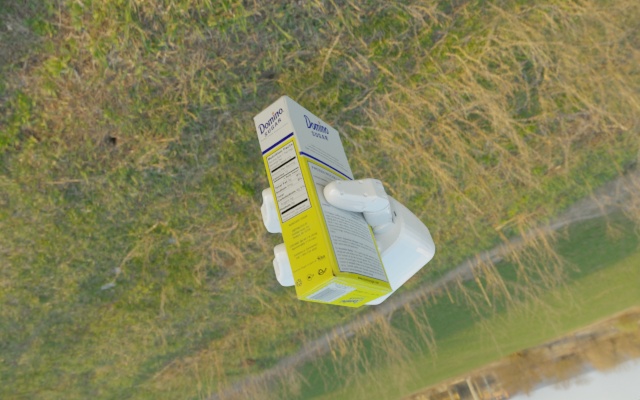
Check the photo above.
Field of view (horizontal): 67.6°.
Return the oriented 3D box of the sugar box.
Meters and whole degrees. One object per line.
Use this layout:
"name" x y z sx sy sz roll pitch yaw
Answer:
"sugar box" 0.000 0.002 0.423 0.048 0.176 0.093 -32 -31 23
